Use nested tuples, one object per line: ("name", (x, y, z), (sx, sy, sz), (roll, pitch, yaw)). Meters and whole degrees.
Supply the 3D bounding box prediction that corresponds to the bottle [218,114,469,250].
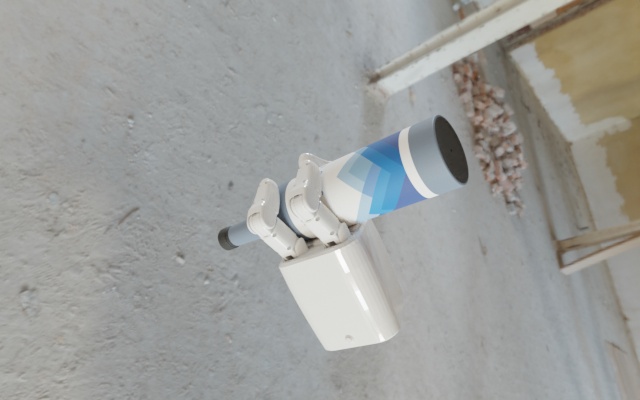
("bottle", (0.000, 0.001, 0.494), (0.296, 0.069, 0.069), (-22, -13, 34))
